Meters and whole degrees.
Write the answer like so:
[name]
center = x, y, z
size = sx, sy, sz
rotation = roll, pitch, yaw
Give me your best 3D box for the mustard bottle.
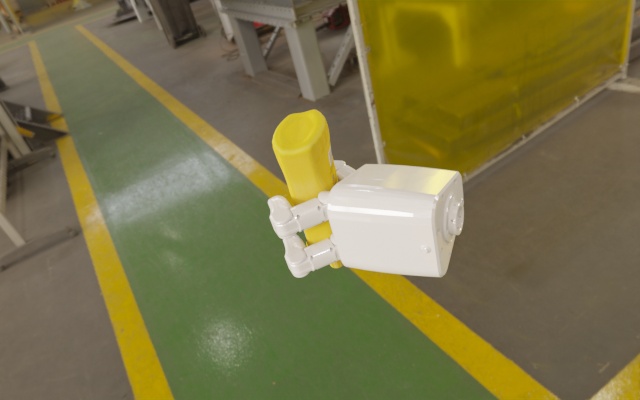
[mustard bottle]
center = 0.000, 0.002, 0.543
size = 0.058, 0.192, 0.096
rotation = -11, 34, 9
